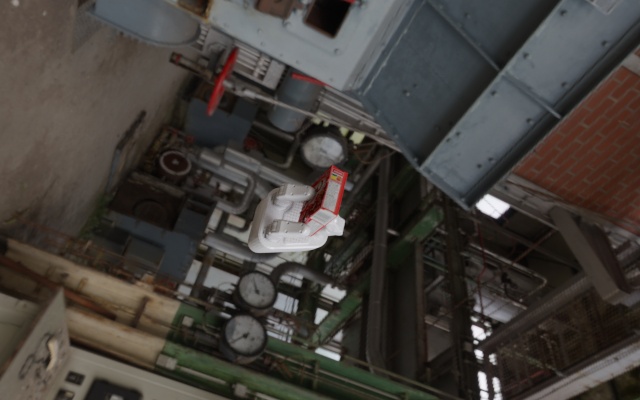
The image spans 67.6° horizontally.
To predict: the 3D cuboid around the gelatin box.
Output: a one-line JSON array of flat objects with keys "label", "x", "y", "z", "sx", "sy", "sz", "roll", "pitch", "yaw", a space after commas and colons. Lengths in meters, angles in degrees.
[{"label": "gelatin box", "x": 0.001, "y": 0.002, "z": 0.680, "sx": 0.030, "sy": 0.073, "sz": 0.089, "roll": 25, "pitch": -32, "yaw": -16}]
